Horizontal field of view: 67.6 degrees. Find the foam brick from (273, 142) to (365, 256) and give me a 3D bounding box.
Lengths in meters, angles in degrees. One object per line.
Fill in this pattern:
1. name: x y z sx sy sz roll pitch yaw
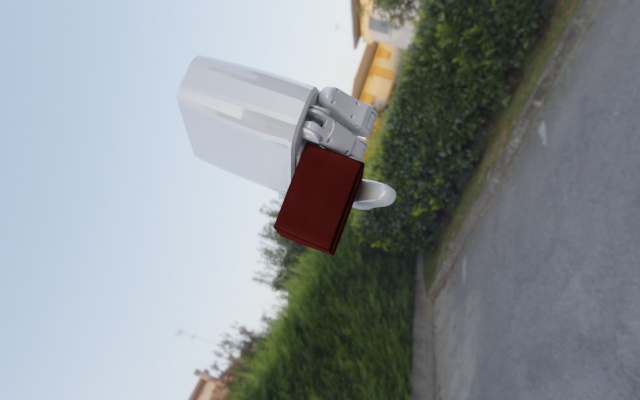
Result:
1. foam brick: 0.000 0.002 0.403 0.051 0.078 0.053 19 -10 6
